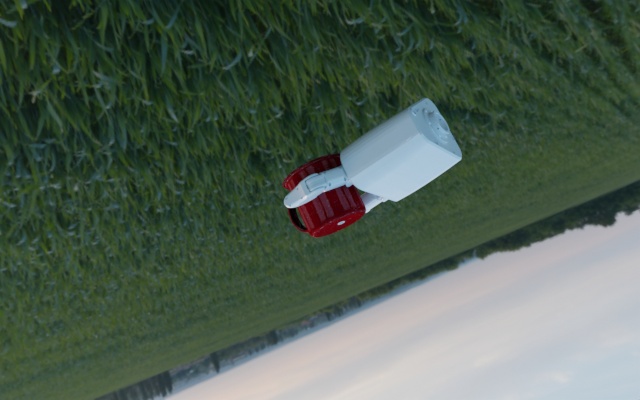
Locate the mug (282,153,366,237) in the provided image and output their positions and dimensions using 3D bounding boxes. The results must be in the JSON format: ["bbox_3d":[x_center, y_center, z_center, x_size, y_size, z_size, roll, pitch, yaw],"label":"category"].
[{"bbox_3d":[-0.001,0.003,0.637,0.117,0.081,0.093,-35,-17,34],"label":"mug"}]
